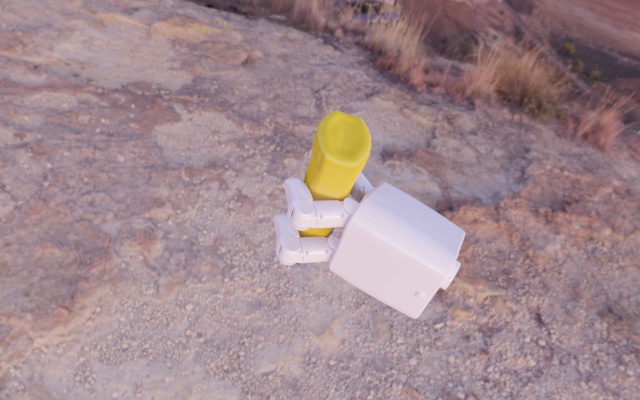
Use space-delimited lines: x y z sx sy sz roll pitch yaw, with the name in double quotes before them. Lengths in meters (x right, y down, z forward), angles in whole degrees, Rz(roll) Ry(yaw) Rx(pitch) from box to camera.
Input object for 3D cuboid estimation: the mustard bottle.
"mustard bottle" 0.000 0.001 0.538 0.058 0.192 0.096 15 41 -6
